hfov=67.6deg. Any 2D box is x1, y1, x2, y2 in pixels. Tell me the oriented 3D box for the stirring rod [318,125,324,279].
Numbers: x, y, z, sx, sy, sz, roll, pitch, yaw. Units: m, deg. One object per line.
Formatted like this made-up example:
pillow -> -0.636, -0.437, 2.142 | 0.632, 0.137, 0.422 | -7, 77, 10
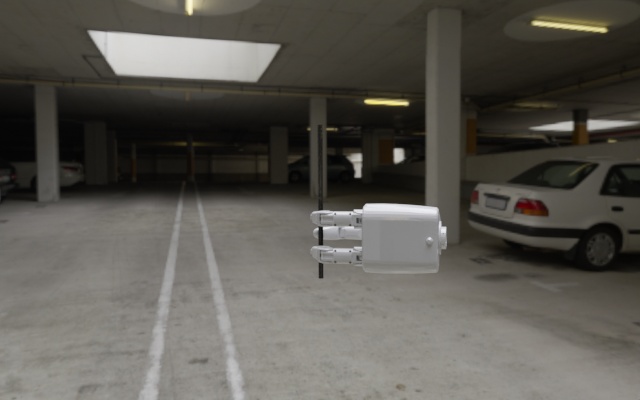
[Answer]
stirring rod -> 0.000, 0.003, 0.750 | 0.011, 0.239, 0.011 | 0, 2, 0
